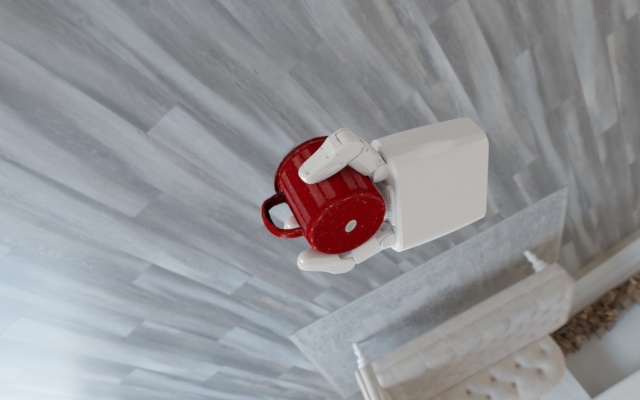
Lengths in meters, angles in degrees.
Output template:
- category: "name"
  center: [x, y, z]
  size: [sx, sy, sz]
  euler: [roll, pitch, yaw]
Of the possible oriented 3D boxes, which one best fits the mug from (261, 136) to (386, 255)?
- category: "mug"
  center: [-0.001, 0.002, 0.463]
  size: [0.117, 0.093, 0.081]
  euler: [-19, 48, -13]
